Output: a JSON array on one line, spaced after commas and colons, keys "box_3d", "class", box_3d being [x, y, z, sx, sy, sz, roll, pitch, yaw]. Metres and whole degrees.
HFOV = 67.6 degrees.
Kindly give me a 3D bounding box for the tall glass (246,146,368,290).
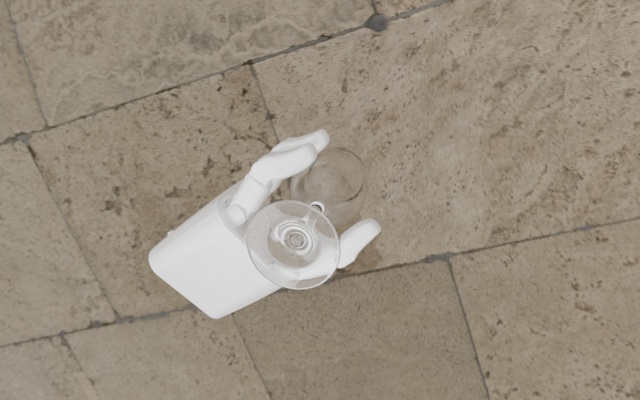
[{"box_3d": [0.000, 0.002, 0.450, 0.079, 0.079, 0.201, 0, 20, 14], "class": "tall glass"}]
